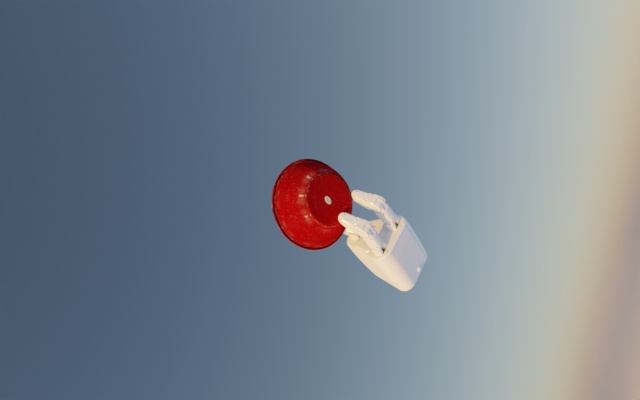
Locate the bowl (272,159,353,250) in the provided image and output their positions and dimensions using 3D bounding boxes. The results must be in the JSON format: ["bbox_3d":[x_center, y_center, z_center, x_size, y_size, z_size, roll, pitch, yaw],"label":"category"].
[{"bbox_3d":[-0.001,0.002,0.812,0.162,0.162,0.055,0,-8,-33],"label":"bowl"}]
